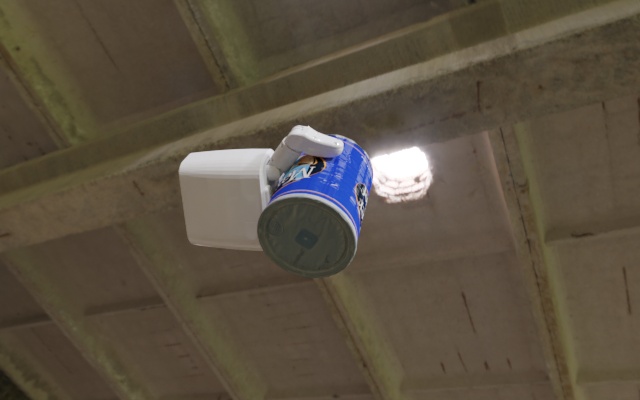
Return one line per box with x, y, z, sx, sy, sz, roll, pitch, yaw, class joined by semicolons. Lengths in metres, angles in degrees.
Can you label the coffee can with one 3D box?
0.000;0.002;0.533;0.103;0.103;0.140;0;33;15;coffee can
